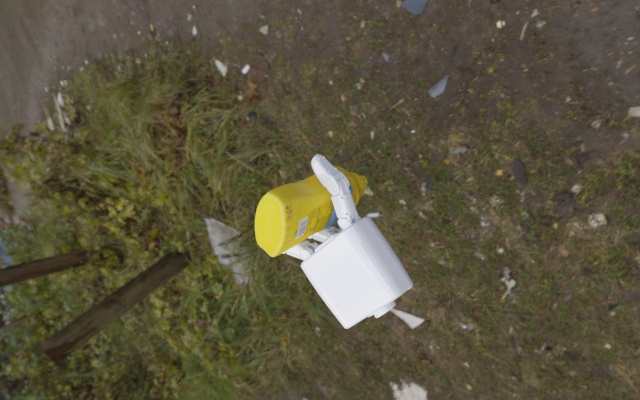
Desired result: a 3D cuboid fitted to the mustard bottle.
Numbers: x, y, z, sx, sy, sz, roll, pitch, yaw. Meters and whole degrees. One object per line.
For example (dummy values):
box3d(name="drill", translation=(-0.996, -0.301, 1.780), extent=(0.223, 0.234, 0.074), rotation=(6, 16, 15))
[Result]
box3d(name="mustard bottle", translation=(0.000, 0.002, 0.661), extent=(0.058, 0.096, 0.191), rotation=(38, 43, 28))
